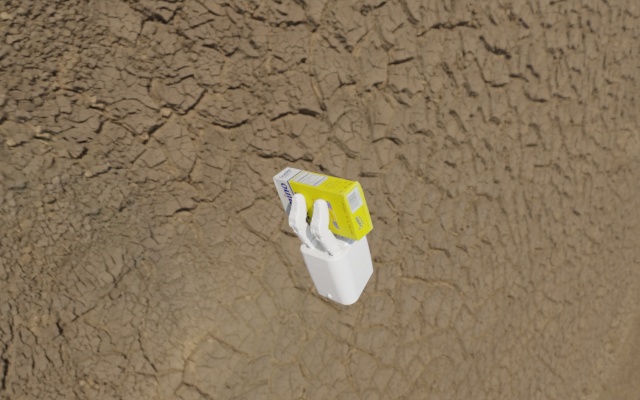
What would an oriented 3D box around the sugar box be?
[{"bbox_3d":[0.000,0.003,0.806,0.176,0.093,0.048,12,41,44],"label":"sugar box"}]
